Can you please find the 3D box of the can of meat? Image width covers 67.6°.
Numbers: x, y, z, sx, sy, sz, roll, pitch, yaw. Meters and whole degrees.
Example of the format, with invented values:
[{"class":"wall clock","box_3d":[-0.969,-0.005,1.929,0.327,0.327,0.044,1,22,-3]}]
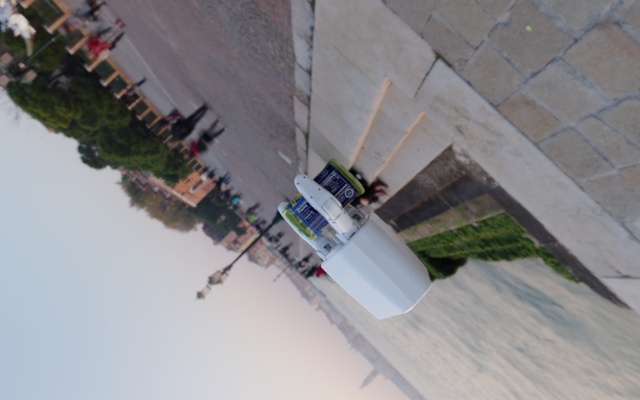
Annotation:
[{"class":"can of meat","box_3d":[0.000,0.002,0.593,0.057,0.084,0.102,45,-8,0]}]
